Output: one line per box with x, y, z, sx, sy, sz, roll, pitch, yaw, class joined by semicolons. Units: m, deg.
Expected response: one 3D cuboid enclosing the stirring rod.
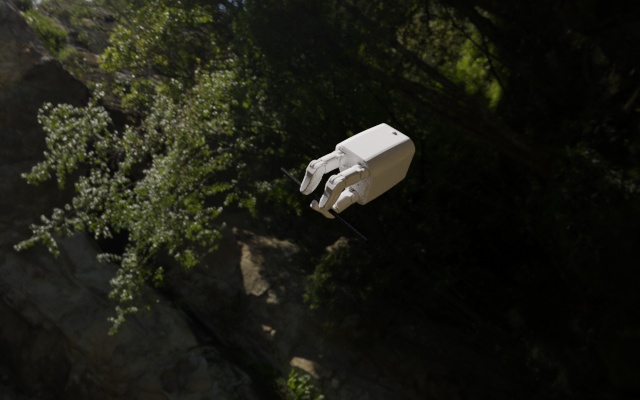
0.000;0.003;0.803;0.011;0.011;0.239;0;30;-44;stirring rod
